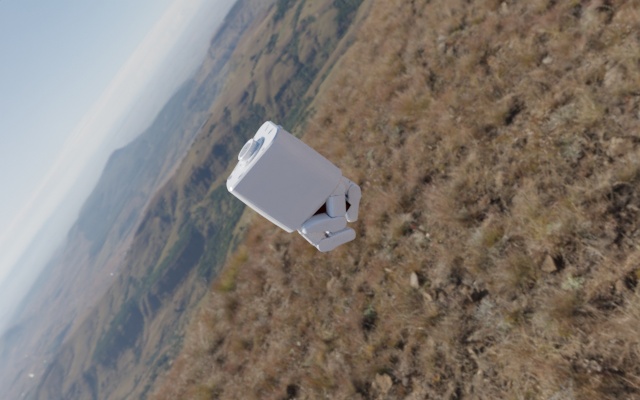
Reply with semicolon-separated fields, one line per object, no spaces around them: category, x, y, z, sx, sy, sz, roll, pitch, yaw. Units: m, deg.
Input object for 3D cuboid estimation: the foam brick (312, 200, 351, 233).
foam brick;0.000;0.002;0.702;0.051;0.053;0.078;34;5;-24
